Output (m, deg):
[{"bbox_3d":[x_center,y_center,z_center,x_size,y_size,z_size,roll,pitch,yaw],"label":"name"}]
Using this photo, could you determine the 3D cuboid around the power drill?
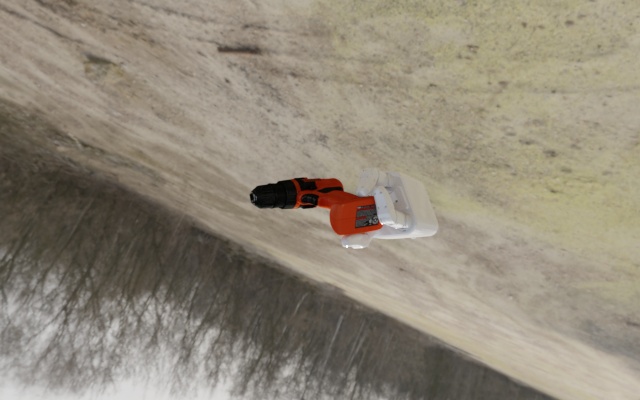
[{"bbox_3d":[0.001,0.003,0.786,0.184,0.057,0.187,-8,20,-35],"label":"power drill"}]
